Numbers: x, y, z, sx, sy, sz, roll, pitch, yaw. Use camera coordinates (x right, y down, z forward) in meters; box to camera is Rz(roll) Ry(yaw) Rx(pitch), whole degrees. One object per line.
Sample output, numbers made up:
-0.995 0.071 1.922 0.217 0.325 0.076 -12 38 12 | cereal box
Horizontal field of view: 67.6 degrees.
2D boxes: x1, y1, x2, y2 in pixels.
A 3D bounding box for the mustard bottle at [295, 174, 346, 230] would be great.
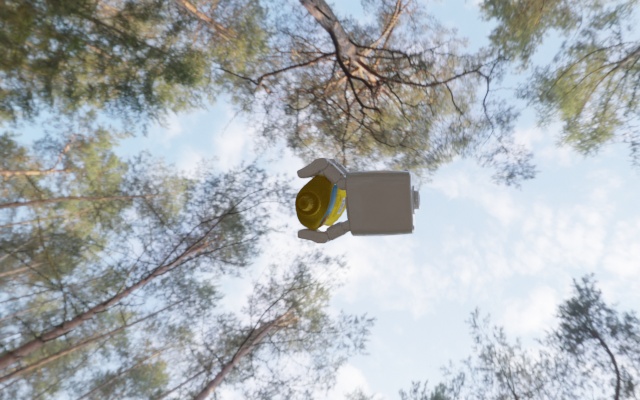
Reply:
0.000 0.003 0.838 0.058 0.096 0.191 24 8 14 | mustard bottle
